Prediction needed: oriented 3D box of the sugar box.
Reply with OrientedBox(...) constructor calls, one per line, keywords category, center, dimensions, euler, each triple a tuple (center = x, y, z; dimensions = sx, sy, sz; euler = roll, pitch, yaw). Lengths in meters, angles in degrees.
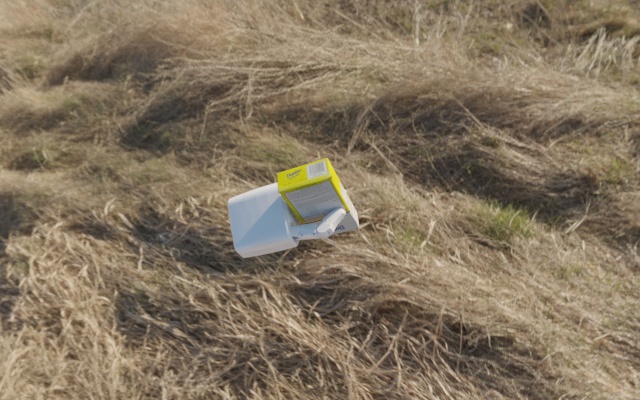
OrientedBox(category="sugar box", center=(0.000, 0.002, 0.841), dimensions=(0.093, 0.048, 0.176), euler=(-15, -33, 12))
